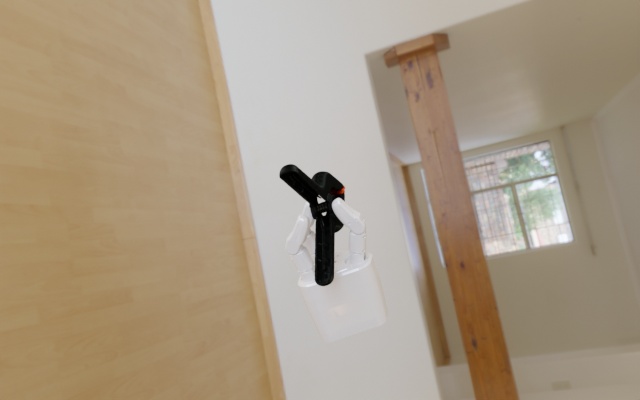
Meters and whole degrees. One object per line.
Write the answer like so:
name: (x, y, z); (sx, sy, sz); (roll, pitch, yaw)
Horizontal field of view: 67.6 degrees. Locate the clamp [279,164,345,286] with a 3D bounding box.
clamp: (0.001, 0.002, 0.685); (0.036, 0.164, 0.210); (-14, 18, 17)
